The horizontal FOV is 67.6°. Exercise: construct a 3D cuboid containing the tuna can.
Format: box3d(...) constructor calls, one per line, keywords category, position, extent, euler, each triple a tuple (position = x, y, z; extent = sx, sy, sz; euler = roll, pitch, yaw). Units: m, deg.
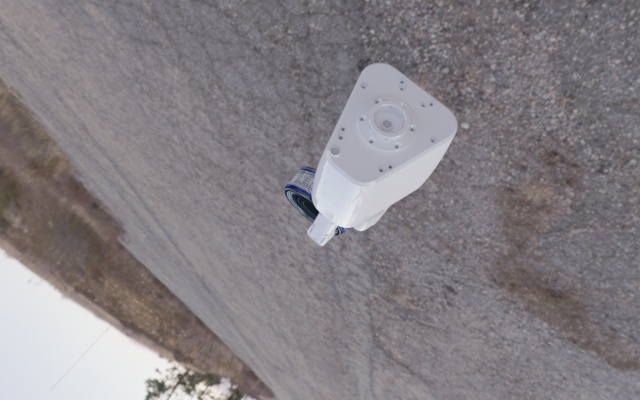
box3d(category="tuna can", position=(0.000, 0.002, 0.547), extent=(0.086, 0.033, 0.086), euler=(36, -15, 11))
